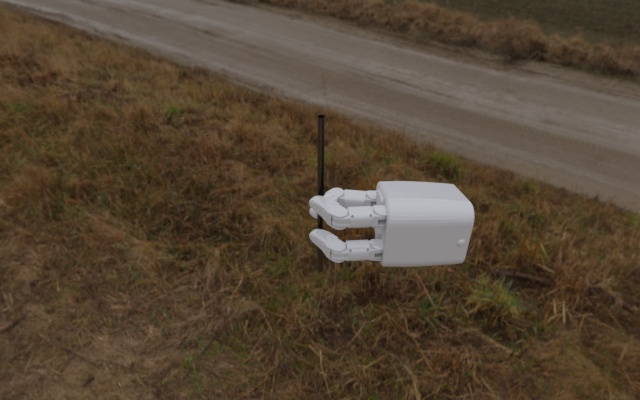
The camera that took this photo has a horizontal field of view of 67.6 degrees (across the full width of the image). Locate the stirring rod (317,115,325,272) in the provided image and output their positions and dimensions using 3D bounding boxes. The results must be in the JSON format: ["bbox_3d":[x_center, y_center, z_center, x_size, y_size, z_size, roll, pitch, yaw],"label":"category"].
[{"bbox_3d":[0.000,0.002,0.613,0.011,0.240,0.011,0,36,0],"label":"stirring rod"}]
